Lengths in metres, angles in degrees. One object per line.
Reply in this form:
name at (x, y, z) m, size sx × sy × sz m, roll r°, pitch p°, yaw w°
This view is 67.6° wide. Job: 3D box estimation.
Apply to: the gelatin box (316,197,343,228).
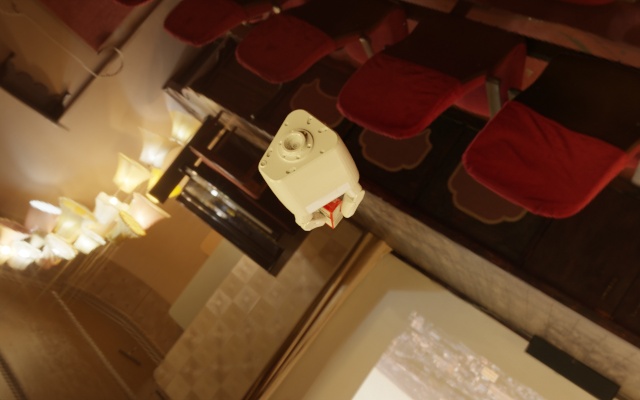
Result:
gelatin box at (0.000, 0.003, 0.782) m, size 0.073 × 0.030 × 0.089 m, roll 36°, pitch -13°, yaw 15°
